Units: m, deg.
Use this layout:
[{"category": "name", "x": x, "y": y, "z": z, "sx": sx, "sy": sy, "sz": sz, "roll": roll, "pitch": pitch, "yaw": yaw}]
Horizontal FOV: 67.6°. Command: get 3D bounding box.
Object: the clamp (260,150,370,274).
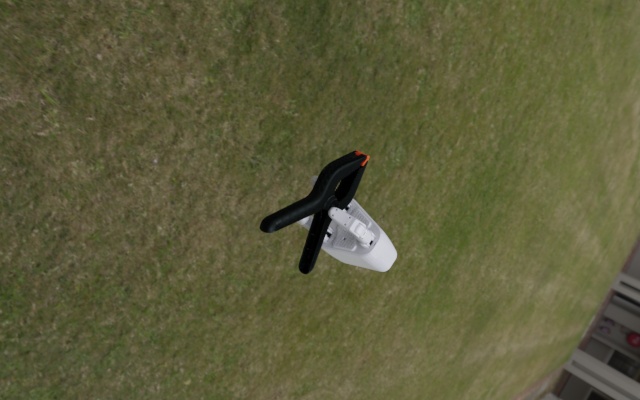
[{"category": "clamp", "x": 0.001, "y": 0.002, "z": 0.726, "sx": 0.036, "sy": 0.210, "sz": 0.165, "roll": 30, "pitch": -9, "yaw": 33}]
